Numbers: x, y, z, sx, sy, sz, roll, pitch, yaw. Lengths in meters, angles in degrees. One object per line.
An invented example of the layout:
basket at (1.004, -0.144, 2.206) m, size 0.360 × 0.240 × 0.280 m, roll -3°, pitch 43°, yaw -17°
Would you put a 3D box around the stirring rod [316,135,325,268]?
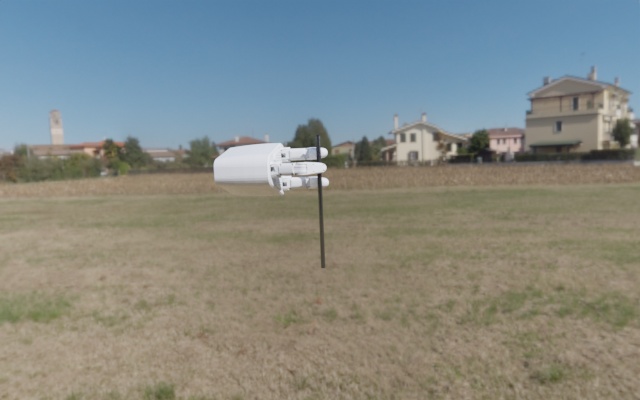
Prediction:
stirring rod at (0.000, 0.003, 0.861) m, size 0.011 × 0.239 × 0.011 m, roll -2°, pitch 5°, yaw 0°
